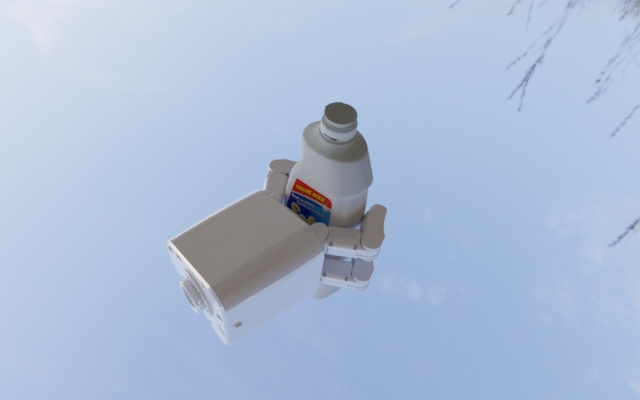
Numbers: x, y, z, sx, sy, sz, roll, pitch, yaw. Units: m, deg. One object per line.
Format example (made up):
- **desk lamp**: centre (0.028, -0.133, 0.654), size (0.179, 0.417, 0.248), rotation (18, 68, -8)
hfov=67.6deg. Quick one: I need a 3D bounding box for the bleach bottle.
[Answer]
- **bleach bottle**: centre (0.000, 0.002, 0.492), size (0.068, 0.102, 0.251), rotation (-30, -30, -27)
